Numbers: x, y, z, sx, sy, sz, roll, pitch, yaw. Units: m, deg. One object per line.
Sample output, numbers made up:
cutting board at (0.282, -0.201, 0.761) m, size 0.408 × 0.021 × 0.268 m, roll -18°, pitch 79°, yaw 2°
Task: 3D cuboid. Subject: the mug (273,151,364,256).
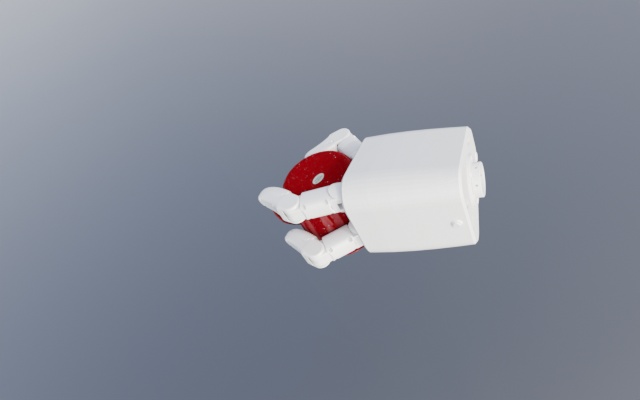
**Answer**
mug at (-0.001, 0.002, 0.523) m, size 0.117 × 0.093 × 0.081 m, roll -5°, pitch -42°, yaw 25°
